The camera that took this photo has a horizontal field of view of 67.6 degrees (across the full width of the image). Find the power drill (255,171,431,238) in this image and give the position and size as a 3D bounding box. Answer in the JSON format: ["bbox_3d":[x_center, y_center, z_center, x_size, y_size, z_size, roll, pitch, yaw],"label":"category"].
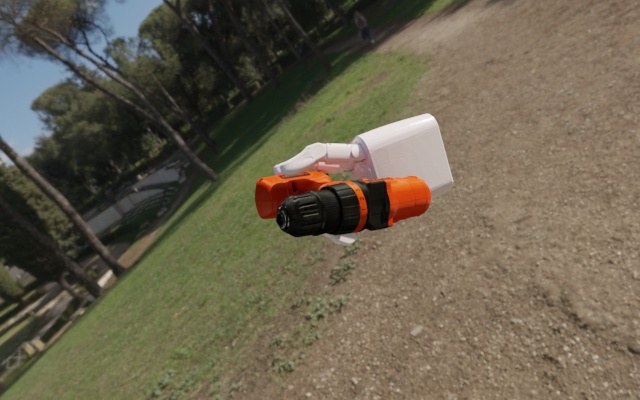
[{"bbox_3d":[0.000,0.002,0.539,0.184,0.057,0.187,-7,9,-34],"label":"power drill"}]
